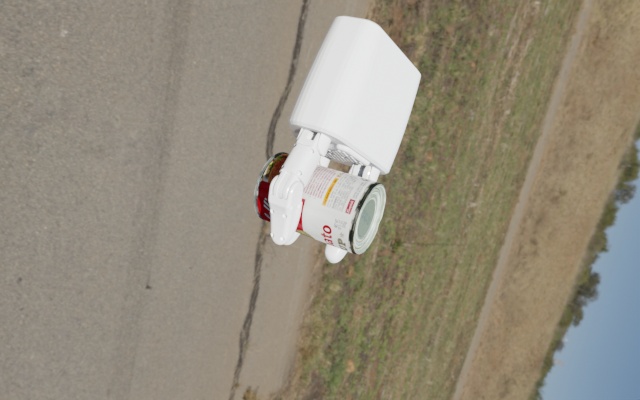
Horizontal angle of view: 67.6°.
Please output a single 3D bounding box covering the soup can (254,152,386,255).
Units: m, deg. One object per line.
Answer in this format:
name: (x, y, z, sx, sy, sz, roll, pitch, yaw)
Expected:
soup can: (0.000, 0.002, 0.436, 0.102, 0.068, 0.068, 19, 8, 24)
